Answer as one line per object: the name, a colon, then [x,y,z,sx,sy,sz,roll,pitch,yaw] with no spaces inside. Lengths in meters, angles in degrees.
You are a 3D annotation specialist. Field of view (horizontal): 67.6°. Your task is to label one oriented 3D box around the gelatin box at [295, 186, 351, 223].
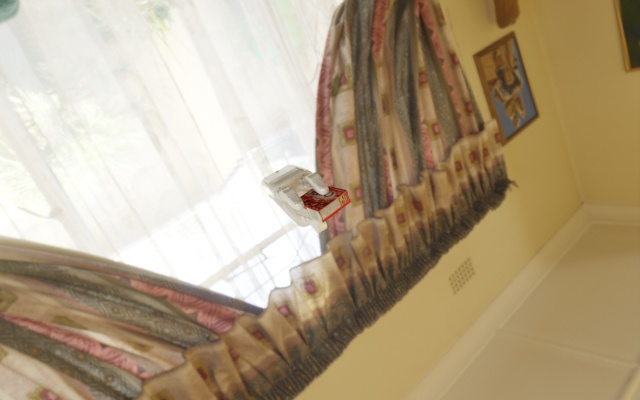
gelatin box: [0.000,0.003,0.884,0.073,0.030,0.089,-35,29,-26]
